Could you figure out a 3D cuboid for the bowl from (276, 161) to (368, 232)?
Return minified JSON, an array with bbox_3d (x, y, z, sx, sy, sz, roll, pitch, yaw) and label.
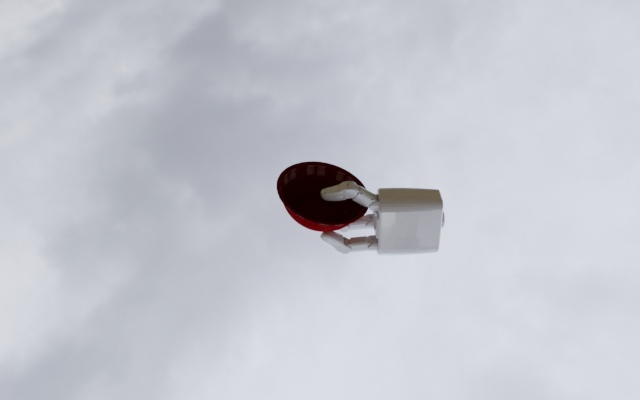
[{"bbox_3d":[-0.001,0.003,0.824,0.162,0.055,0.162,9,41,-8],"label":"bowl"}]
